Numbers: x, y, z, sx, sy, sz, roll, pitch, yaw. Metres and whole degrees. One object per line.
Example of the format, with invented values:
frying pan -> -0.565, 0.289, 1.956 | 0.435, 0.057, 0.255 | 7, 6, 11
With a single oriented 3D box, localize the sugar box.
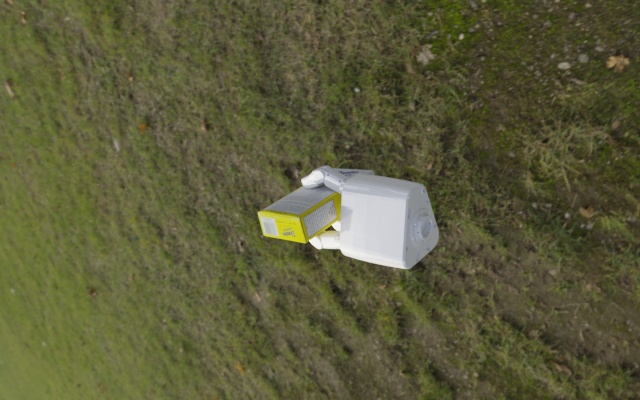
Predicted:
sugar box -> 0.000, 0.003, 0.727 | 0.093, 0.048, 0.176 | 7, 26, 43
